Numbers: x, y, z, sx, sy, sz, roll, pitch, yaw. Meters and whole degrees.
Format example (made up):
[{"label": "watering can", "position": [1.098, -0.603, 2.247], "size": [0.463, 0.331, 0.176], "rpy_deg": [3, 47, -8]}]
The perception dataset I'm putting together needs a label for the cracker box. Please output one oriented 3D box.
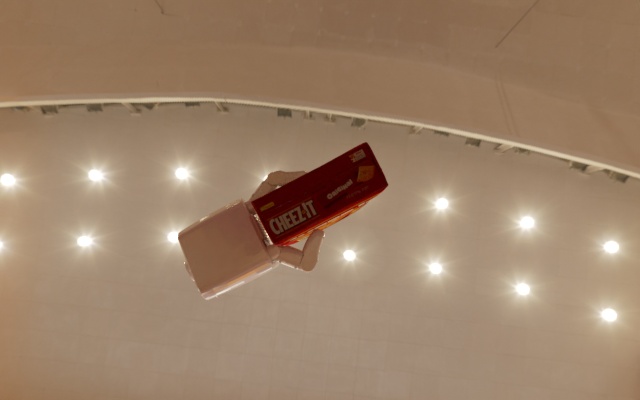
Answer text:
[{"label": "cracker box", "position": [0.000, 0.002, 0.688], "size": [0.164, 0.072, 0.214], "rpy_deg": [-28, -4, -3]}]
